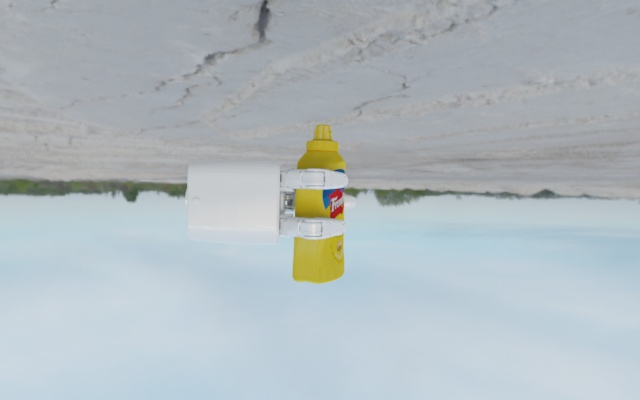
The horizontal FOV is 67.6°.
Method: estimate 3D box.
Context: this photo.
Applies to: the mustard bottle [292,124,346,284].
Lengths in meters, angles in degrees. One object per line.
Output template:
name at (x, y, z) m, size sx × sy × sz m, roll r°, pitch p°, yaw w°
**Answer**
mustard bottle at (0.000, 0.002, 0.597) m, size 0.058 × 0.191 × 0.096 m, roll 2°, pitch 2°, yaw 23°
